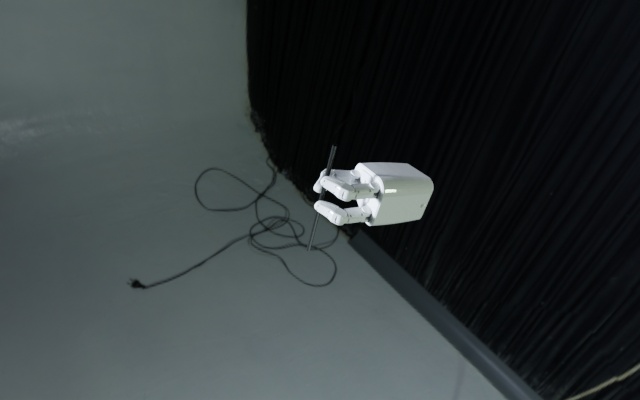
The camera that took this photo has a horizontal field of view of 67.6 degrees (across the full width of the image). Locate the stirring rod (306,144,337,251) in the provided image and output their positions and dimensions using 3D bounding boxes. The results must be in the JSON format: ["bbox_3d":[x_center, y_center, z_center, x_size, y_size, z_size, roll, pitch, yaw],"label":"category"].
[{"bbox_3d":[0.000,0.003,0.843,0.011,0.240,0.011,9,39,-7],"label":"stirring rod"}]
